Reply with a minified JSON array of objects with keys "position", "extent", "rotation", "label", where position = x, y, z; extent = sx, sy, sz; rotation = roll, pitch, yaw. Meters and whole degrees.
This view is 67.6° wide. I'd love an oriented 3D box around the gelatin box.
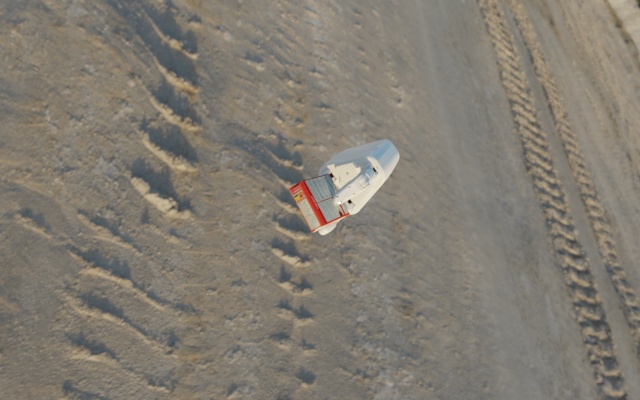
[{"position":[0.000,0.002,0.720],"extent":[0.030,0.073,0.089],"rotation":[-31,-5,29],"label":"gelatin box"}]
